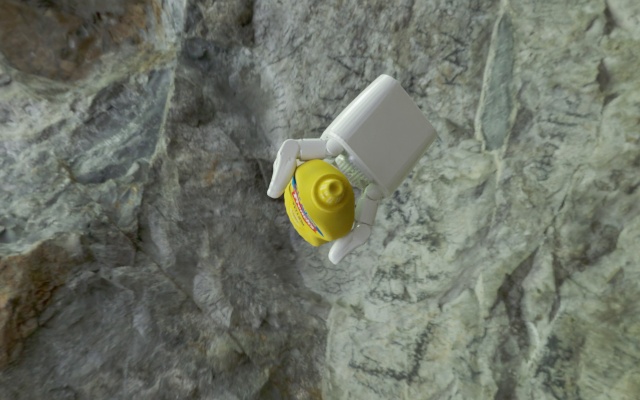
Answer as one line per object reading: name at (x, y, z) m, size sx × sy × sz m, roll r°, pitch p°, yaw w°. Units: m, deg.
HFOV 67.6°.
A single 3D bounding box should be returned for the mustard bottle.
mustard bottle at (0.000, 0.002, 0.564) m, size 0.058 × 0.096 × 0.191 m, roll -23°, pitch -4°, yaw -12°
